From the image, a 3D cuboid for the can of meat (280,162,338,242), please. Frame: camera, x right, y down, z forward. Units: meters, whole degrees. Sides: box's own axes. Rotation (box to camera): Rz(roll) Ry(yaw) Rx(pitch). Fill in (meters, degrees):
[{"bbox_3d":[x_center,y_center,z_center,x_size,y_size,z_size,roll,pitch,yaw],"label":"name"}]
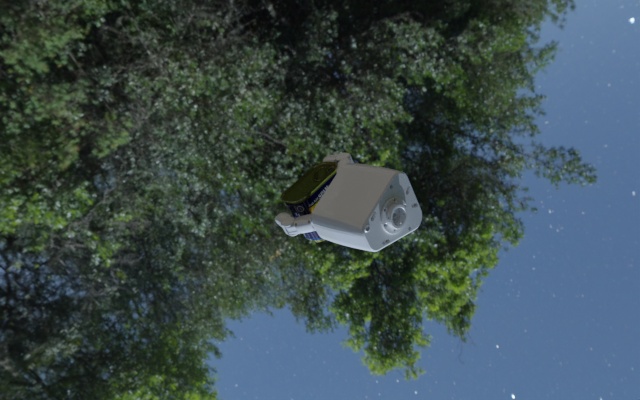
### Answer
[{"bbox_3d":[0.000,0.003,0.747,0.102,0.084,0.057,-44,30,-27],"label":"can of meat"}]
